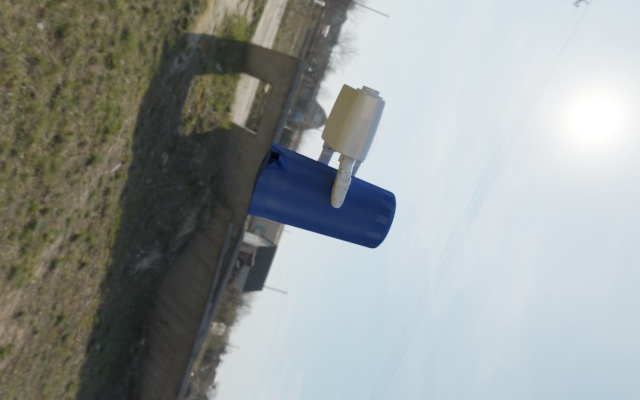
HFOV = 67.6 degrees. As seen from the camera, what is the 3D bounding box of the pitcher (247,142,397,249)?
[{"bbox_3d":[0.000,0.003,0.844,0.243,0.145,0.149,20,13,-6],"label":"pitcher"}]
